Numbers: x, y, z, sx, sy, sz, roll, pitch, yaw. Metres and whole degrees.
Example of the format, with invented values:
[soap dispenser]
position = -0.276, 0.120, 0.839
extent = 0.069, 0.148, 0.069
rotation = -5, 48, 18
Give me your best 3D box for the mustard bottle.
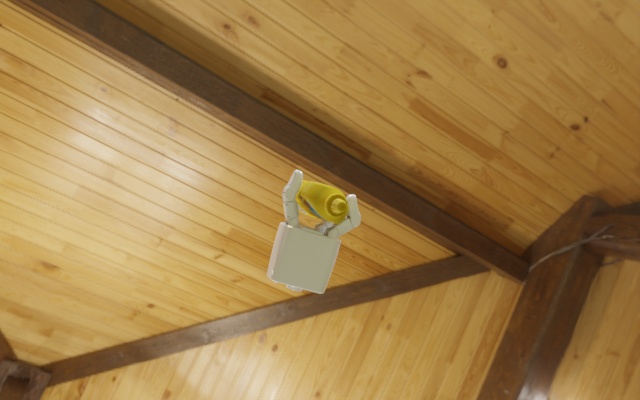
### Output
[mustard bottle]
position = 0.000, 0.003, 0.890
extent = 0.096, 0.058, 0.191
rotation = 42, -11, -20
